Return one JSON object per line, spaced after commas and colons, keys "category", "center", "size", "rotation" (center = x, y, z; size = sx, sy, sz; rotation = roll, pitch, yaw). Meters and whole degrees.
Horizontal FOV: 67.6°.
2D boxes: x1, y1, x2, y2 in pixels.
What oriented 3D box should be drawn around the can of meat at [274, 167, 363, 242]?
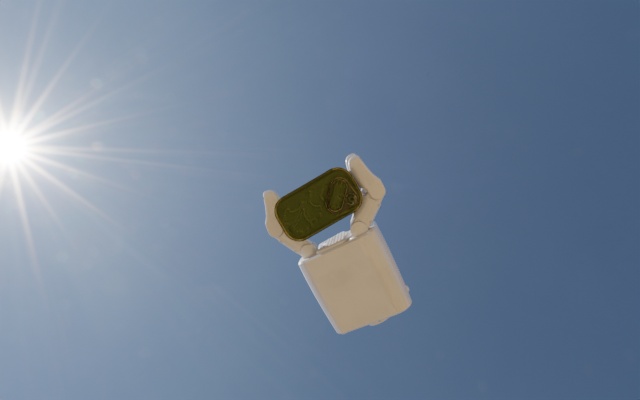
{"category": "can of meat", "center": [0.000, 0.002, 0.591], "size": [0.102, 0.057, 0.084], "rotation": [-30, 1, 6]}
